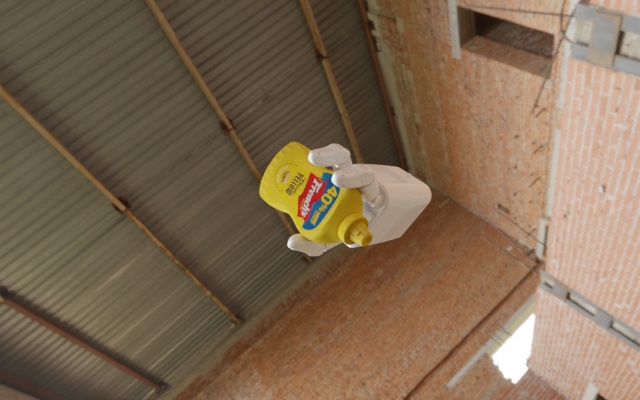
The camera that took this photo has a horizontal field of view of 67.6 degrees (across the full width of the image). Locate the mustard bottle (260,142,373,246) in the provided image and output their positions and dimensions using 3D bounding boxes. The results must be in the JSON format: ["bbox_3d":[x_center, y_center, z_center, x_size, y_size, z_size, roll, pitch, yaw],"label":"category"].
[{"bbox_3d":[0.000,0.002,0.634,0.191,0.096,0.058,39,7,39],"label":"mustard bottle"}]
